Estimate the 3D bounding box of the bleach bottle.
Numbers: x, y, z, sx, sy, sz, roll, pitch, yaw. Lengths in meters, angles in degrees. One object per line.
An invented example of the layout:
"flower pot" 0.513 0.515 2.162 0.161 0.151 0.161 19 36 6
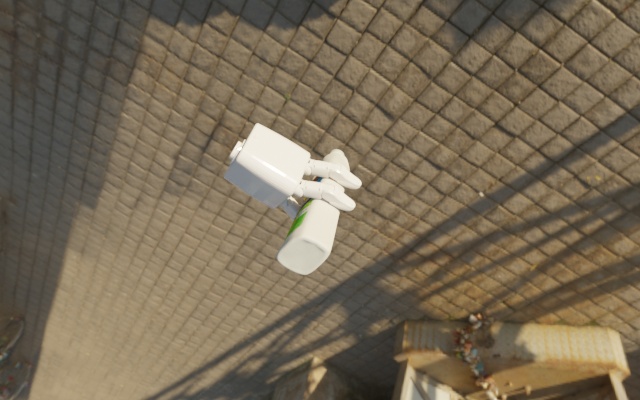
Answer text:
"bleach bottle" 0.000 0.003 0.839 0.068 0.250 0.103 31 -46 -13
